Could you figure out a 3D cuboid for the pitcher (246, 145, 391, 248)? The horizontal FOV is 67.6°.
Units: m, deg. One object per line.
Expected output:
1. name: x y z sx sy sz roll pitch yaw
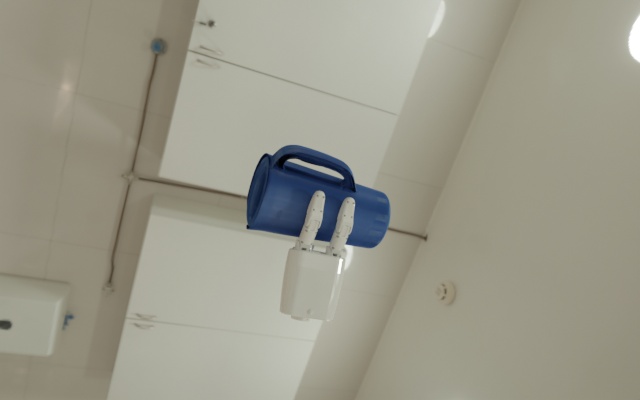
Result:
1. pitcher: 0.000 0.003 0.834 0.243 0.145 0.149 14 -8 -19
